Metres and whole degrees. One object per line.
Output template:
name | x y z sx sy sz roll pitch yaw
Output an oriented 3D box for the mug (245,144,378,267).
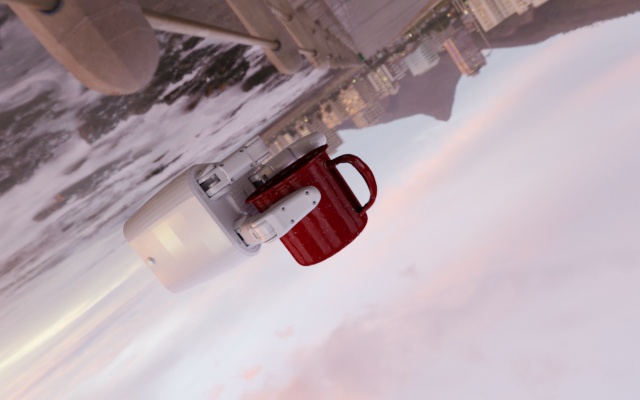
mug | 0.001 0.001 0.439 0.117 0.081 0.093 -30 11 27
